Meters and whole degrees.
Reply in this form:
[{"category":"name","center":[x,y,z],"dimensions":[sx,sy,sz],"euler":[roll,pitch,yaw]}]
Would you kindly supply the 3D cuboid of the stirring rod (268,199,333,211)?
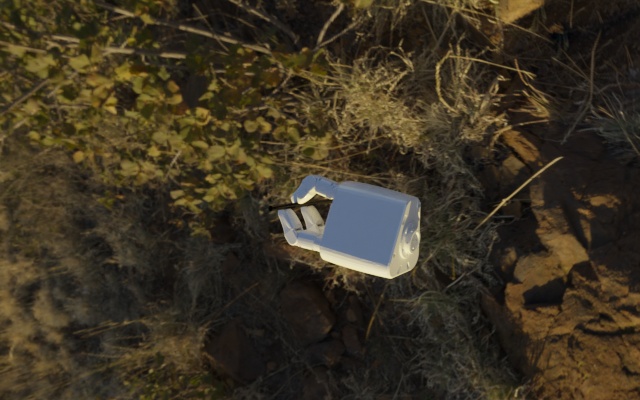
[{"category":"stirring rod","center":[0.000,0.002,0.762],"dimensions":[0.011,0.011,0.239],"euler":[0,4,35]}]
